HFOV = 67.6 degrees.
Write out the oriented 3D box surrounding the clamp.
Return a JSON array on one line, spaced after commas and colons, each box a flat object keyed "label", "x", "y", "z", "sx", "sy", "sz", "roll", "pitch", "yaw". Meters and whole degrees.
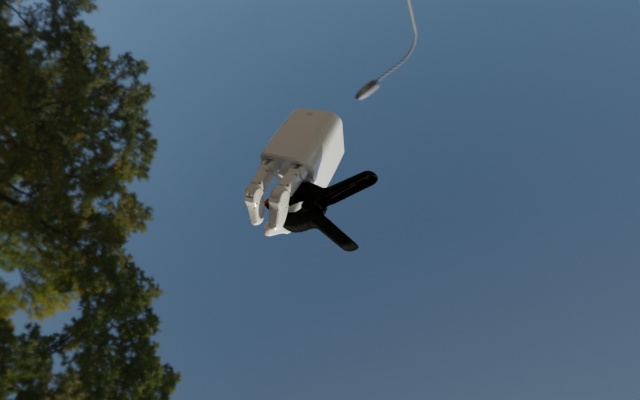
[{"label": "clamp", "x": 0.000, "y": 0.003, "z": 0.682, "sx": 0.171, "sy": 0.120, "sz": 0.039, "roll": 13, "pitch": -30, "yaw": 33}]
